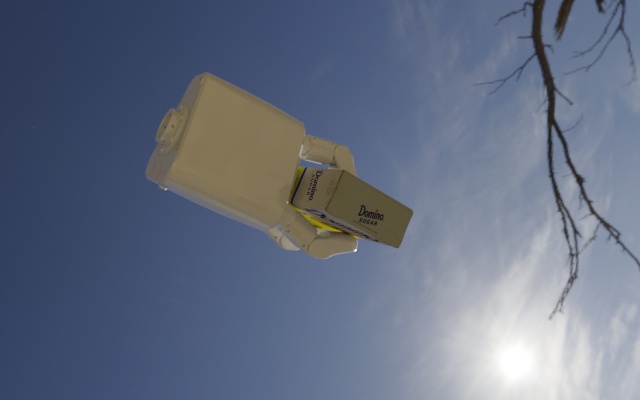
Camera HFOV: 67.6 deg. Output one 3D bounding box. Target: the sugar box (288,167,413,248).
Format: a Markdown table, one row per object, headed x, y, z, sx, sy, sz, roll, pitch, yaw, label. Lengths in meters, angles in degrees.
| x | y | z | sx | sy | sz | roll | pitch | yaw | label |
| --- | --- | --- | --- | --- | --- | --- | --- | --- | --- |
| 0.000 | 0.002 | 0.492 | 0.093 | 0.048 | 0.176 | 28 | -7 | -30 | sugar box |
